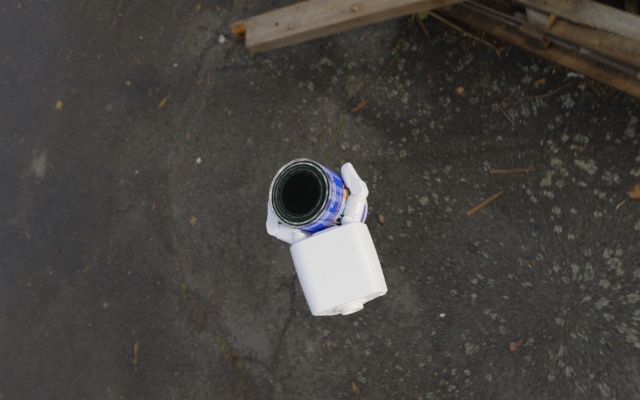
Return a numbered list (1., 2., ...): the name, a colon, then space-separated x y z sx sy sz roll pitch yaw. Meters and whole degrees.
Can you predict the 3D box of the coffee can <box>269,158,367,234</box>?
1. coffee can: 0.000 0.002 0.744 0.103 0.103 0.140 0 -11 27
